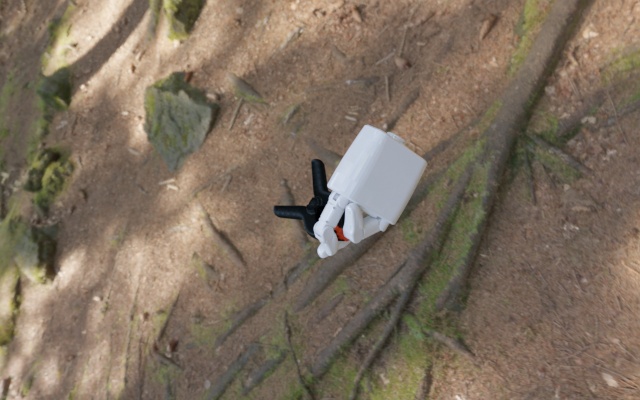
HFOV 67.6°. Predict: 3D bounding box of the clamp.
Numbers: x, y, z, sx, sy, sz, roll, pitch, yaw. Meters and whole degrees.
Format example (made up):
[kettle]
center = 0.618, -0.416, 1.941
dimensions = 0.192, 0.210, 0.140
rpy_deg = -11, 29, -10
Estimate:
[clamp]
center = 0.000, 0.002, 0.764
dimensions = 0.039, 0.120, 0.171
rpy_deg = 27, 3, -45
